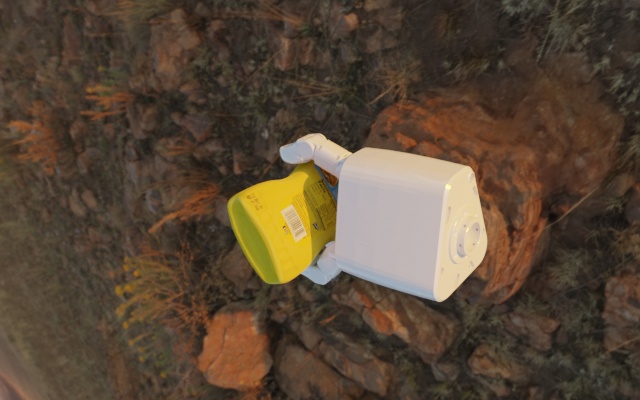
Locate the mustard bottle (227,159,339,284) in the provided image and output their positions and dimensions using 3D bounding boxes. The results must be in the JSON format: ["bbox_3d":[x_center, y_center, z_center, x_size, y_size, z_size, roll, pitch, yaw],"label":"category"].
[{"bbox_3d":[0.000,0.002,0.508,0.191,0.096,0.058,-31,8,-38],"label":"mustard bottle"}]
